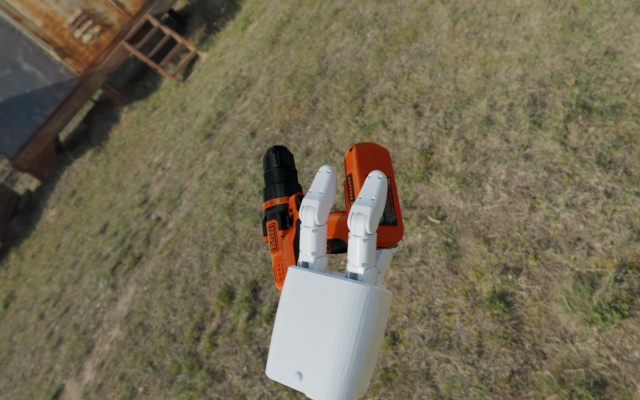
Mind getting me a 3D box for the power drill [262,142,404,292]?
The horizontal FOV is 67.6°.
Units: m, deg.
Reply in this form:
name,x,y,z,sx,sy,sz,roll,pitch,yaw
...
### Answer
name,x,y,z,sx,sy,sz,roll,pitch,yaw
power drill,0.000,0.002,0.533,0.057,0.184,0.188,0,-15,-38
